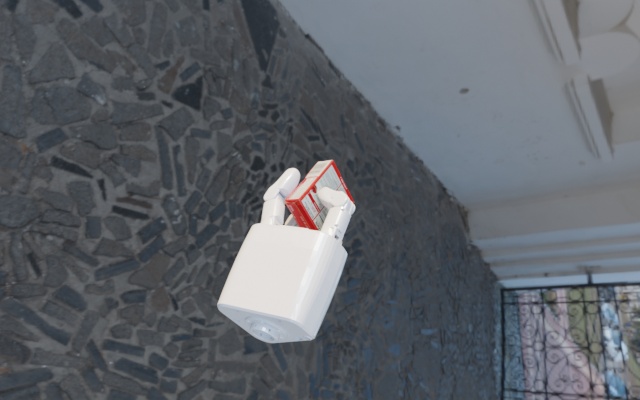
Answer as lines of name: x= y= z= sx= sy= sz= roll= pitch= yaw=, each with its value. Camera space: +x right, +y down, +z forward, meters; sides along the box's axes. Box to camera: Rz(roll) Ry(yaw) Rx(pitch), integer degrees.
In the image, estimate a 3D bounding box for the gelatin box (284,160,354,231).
gelatin box: x=0.001 y=0.002 z=0.623 sx=0.030 sy=0.073 sz=0.089 roll=-2 pitch=38 yaw=41
